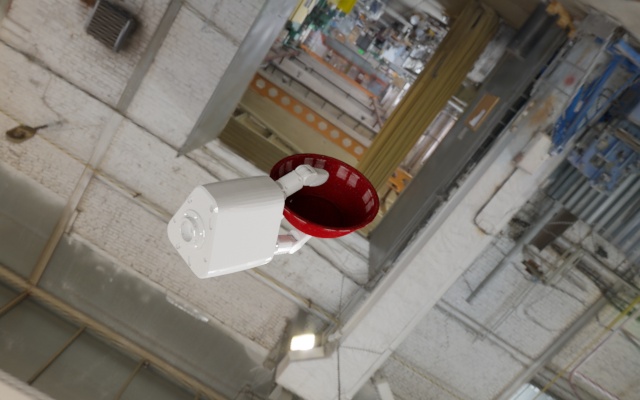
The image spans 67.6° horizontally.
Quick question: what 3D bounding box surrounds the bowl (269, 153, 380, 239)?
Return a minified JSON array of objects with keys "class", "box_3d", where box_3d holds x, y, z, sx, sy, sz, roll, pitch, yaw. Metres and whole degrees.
[{"class":"bowl","box_3d":[0.001,0.002,0.688,0.162,0.055,0.162,12,40,-10]}]
